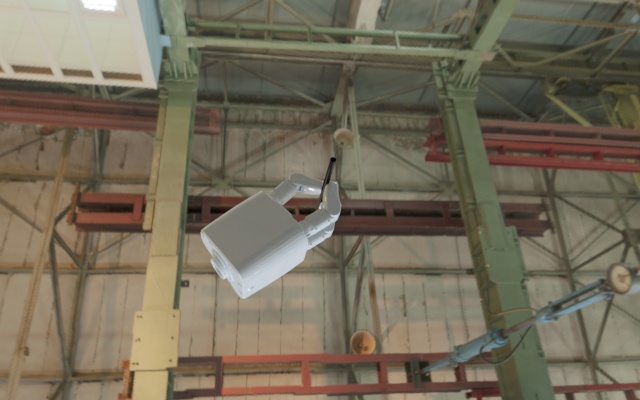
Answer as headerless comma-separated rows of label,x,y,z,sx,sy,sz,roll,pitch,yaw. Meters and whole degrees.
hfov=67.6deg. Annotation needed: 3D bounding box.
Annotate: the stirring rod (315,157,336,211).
stirring rod,0.000,0.002,0.738,0.011,0.011,0.240,0,-28,-9
